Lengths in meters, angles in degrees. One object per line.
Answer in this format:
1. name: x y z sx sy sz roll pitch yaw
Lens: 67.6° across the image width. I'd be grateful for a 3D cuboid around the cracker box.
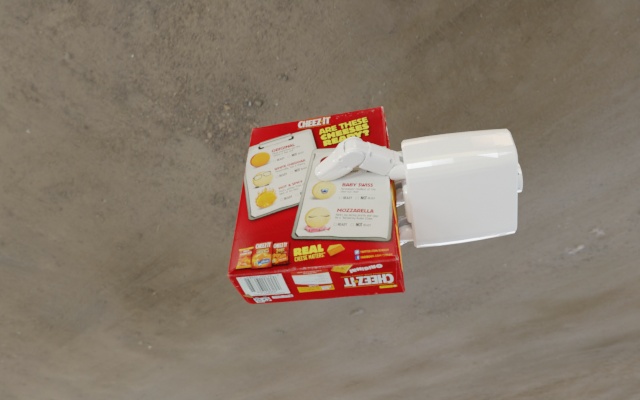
1. cracker box: 0.000 0.002 0.524 0.164 0.213 0.072 -7 -42 10
